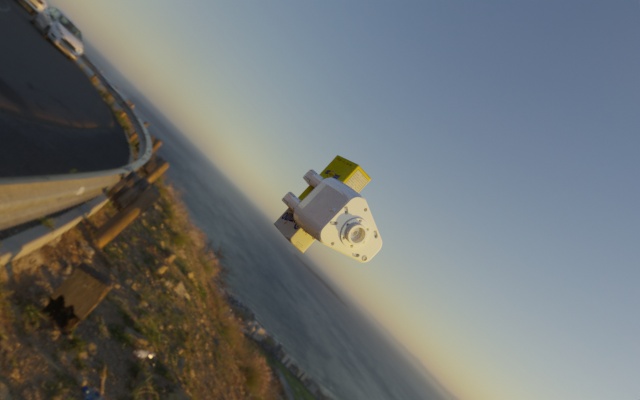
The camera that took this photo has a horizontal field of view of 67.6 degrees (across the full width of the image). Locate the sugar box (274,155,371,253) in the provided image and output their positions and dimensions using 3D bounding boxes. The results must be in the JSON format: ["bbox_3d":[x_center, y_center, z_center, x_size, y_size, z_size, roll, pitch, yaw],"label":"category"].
[{"bbox_3d":[0.000,0.002,0.849,0.048,0.176,0.093,47,-6,-27],"label":"sugar box"}]
